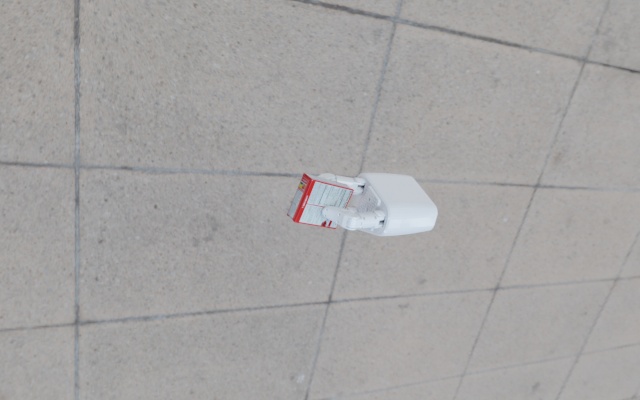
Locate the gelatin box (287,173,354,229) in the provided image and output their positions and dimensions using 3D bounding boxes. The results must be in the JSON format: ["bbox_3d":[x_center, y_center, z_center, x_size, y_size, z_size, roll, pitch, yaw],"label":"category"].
[{"bbox_3d":[0.000,0.003,0.750,0.089,0.073,0.030,11,18,-39],"label":"gelatin box"}]
